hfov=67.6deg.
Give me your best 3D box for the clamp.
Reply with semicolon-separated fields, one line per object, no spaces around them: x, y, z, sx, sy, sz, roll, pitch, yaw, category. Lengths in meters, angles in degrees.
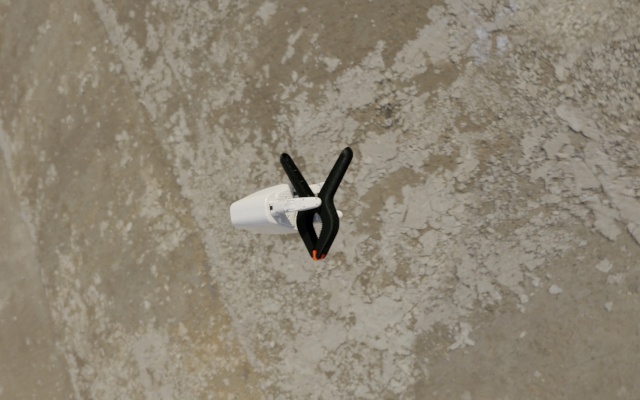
-0.001;0.003;0.869;0.164;0.210;0.036;-9;-3;40;clamp
